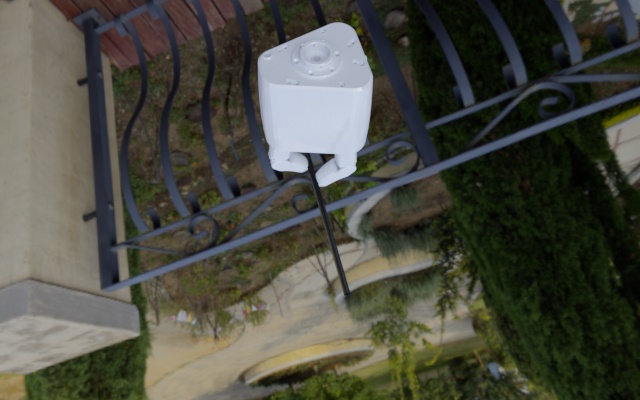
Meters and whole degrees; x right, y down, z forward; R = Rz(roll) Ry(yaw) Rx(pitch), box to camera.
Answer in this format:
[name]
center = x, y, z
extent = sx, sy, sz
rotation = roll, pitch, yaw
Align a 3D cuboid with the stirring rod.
[stirring rod]
center = 0.000, 0.002, 0.591
extent = 0.011, 0.239, 0.011
rotation = -13, -26, -6
